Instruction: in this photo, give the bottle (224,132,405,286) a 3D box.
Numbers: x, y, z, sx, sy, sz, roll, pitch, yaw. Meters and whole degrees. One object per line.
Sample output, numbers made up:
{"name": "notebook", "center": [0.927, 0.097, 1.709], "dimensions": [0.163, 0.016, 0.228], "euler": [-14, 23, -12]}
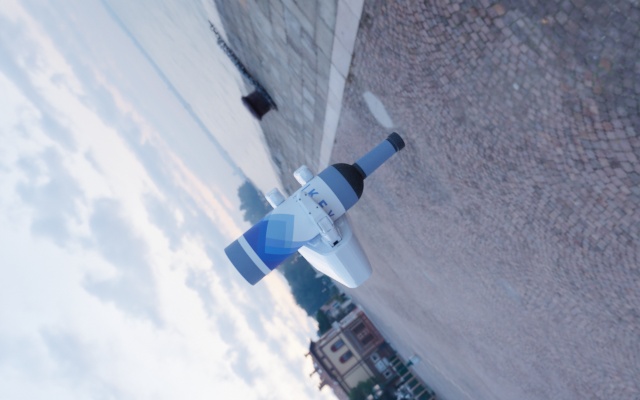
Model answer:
{"name": "bottle", "center": [0.000, 0.002, 0.680], "dimensions": [0.295, 0.069, 0.069], "euler": [-39, 4, -5]}
